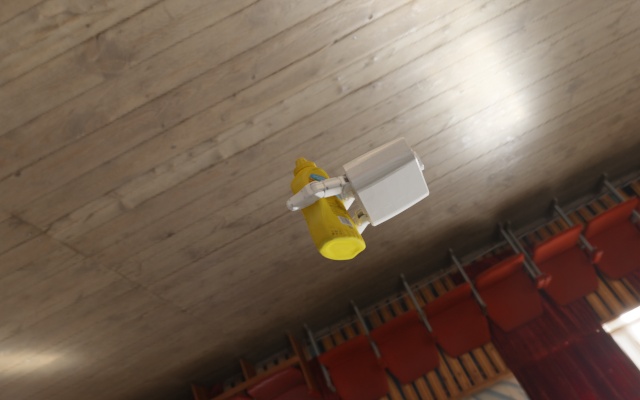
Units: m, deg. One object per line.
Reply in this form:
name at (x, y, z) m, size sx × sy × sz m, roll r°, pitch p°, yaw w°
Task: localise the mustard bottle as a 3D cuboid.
mustard bottle at (0.000, 0.003, 0.776) m, size 0.058 × 0.191 × 0.096 m, roll -42°, pitch -36°, yaw 24°
